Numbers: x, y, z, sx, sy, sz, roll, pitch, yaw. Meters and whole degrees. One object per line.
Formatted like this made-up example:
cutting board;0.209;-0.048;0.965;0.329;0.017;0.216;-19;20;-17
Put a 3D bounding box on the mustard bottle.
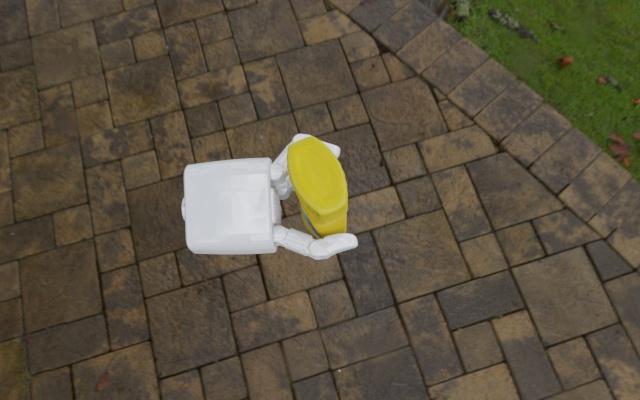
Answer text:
mustard bottle;0.000;0.002;0.605;0.058;0.096;0.192;-25;-19;-6
